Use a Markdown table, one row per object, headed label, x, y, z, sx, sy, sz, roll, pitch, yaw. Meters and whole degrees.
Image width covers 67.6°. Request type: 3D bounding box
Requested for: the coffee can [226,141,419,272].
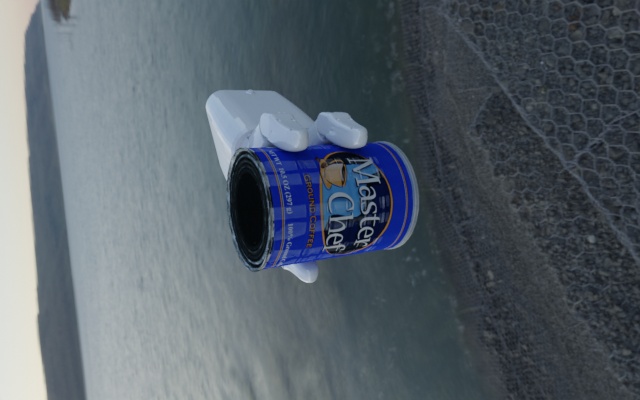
| label | x | y | z | sx | sy | sz | roll | pitch | yaw |
| --- | --- | --- | --- | --- | --- | --- | --- | --- | --- |
| coffee can | 0.000 | 0.002 | 0.422 | 0.140 | 0.103 | 0.103 | -6 | 3 | -28 |
